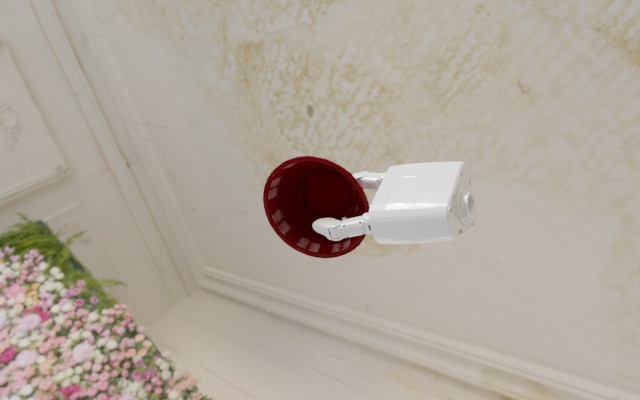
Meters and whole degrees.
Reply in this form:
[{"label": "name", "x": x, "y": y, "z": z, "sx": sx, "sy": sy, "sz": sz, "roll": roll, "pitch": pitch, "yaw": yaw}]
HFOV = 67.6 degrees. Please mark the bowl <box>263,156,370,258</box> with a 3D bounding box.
[{"label": "bowl", "x": -0.001, "y": 0.002, "z": 0.698, "sx": 0.162, "sy": 0.162, "sz": 0.055, "roll": 0, "pitch": 25, "yaw": 21}]
